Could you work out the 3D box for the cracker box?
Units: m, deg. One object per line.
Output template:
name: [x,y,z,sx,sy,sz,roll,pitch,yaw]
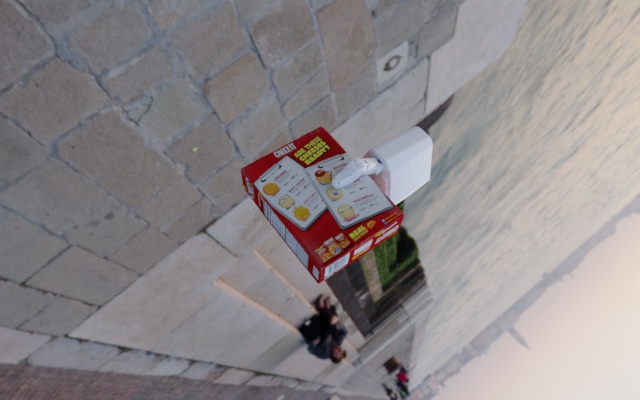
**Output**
cracker box: [0.000,0.003,0.763,0.164,0.213,0.072,-31,-25,-22]
